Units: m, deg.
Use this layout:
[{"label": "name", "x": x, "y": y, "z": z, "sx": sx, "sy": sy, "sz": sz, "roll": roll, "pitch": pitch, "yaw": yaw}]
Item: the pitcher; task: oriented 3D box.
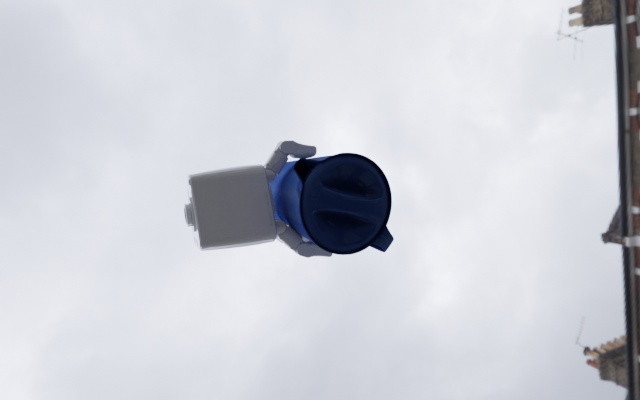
[{"label": "pitcher", "x": 0.000, "y": 0.002, "z": 0.725, "sx": 0.145, "sy": 0.149, "sz": 0.243, "roll": -9, "pitch": 8, "yaw": -21}]
